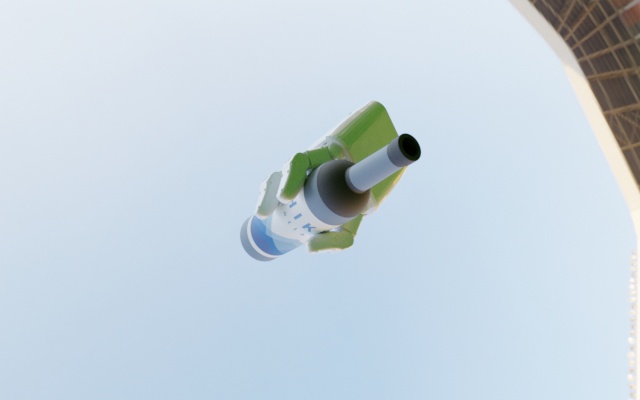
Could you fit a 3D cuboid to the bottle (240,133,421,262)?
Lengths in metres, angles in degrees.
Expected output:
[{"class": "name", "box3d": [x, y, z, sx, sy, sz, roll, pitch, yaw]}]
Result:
[{"class": "bottle", "box3d": [0.000, 0.002, 0.534, 0.069, 0.069, 0.296, 0, -19, -35]}]
